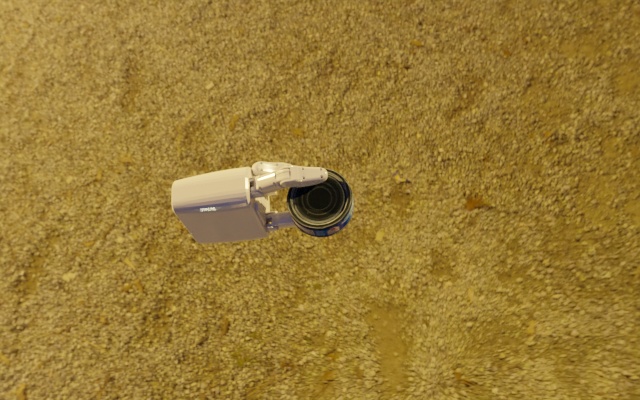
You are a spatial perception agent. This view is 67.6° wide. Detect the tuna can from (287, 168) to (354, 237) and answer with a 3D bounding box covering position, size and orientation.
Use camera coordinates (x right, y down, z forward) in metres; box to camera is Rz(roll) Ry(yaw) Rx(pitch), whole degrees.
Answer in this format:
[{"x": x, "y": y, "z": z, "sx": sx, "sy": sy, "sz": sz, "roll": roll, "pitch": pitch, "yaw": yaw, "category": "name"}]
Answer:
[{"x": 0.000, "y": 0.002, "z": 0.614, "sx": 0.086, "sy": 0.086, "sz": 0.034, "roll": 0, "pitch": -21, "yaw": 7, "category": "tuna can"}]
